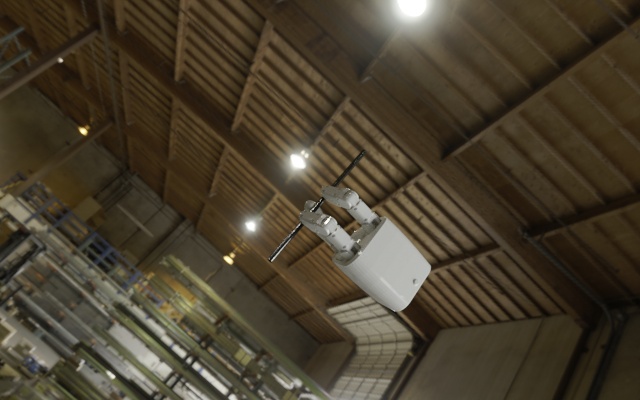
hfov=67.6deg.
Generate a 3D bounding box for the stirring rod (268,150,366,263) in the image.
[{"bbox_3d":[0.000,0.002,0.716,0.011,0.011,0.239,0,43,53],"label":"stirring rod"}]
